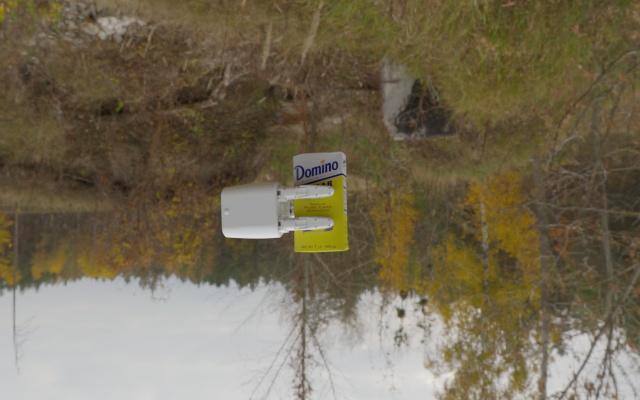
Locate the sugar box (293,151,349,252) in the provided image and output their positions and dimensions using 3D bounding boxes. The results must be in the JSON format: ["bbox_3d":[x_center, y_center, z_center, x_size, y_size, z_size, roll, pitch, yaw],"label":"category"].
[{"bbox_3d":[0.000,0.003,0.856,0.093,0.176,0.048,-3,-4,13],"label":"sugar box"}]
